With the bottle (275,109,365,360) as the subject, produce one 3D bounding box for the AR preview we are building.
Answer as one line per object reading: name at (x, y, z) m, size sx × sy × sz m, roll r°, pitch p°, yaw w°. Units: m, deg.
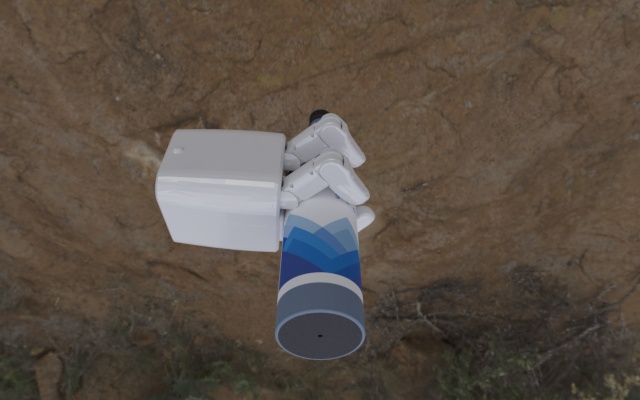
bottle at (0.000, 0.002, 0.458) m, size 0.069 × 0.069 × 0.295 m, roll 0°, pitch 42°, yaw 0°
